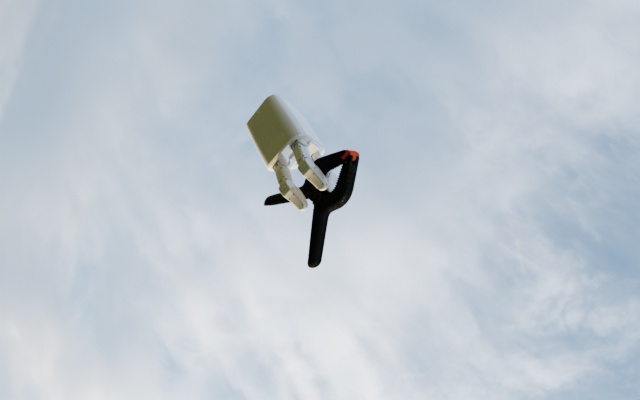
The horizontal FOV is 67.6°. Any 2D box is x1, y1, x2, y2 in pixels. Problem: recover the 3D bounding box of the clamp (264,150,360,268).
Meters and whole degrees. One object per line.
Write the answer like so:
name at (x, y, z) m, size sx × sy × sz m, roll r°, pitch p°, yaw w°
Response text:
clamp at (0.001, 0.002, 0.818) m, size 0.210 × 0.164 × 0.036 m, roll -45°, pitch -24°, yaw 29°
